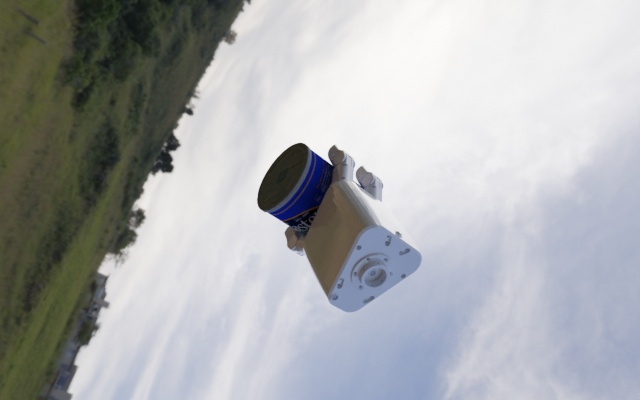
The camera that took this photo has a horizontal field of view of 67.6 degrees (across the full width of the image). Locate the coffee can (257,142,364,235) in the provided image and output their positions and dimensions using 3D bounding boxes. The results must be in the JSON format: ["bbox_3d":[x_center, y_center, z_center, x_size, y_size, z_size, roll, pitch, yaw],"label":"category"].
[{"bbox_3d":[0.000,0.002,0.648,0.140,0.102,0.103,34,-18,-29],"label":"coffee can"}]
